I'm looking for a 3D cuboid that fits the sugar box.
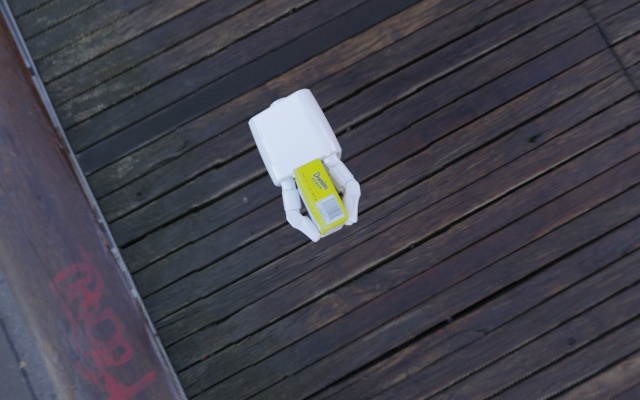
[{"bbox_3d":[0.001,0.002,0.712,0.048,0.093,0.176,-26,-6,-1],"label":"sugar box"}]
